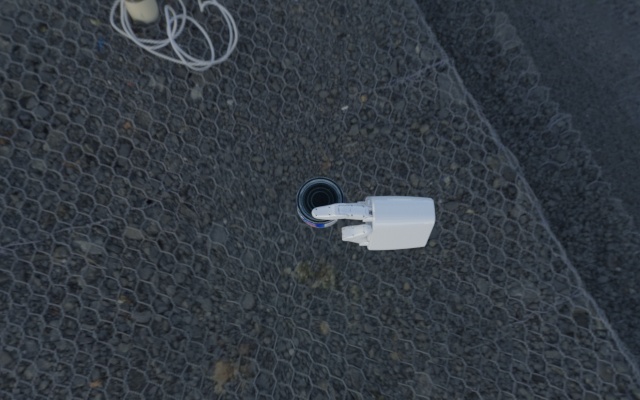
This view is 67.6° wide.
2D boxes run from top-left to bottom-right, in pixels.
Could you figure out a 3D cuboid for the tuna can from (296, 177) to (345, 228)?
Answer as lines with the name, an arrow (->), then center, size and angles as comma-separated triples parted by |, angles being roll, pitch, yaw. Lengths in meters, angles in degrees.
tuna can -> 0.000, 0.003, 0.829 | 0.086, 0.086, 0.034 | 0, -14, 1
